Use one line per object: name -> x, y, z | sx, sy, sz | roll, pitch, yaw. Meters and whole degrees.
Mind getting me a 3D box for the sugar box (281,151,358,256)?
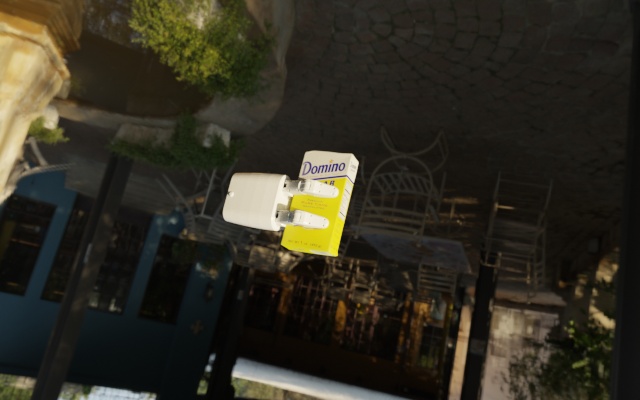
sugar box -> 0.000, 0.003, 0.823 | 0.093, 0.176, 0.048 | 6, -14, 24
